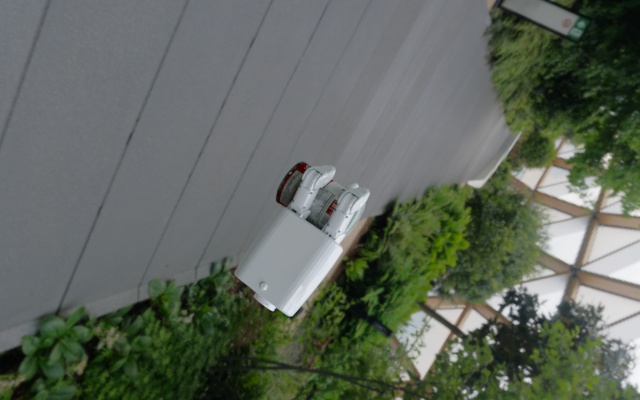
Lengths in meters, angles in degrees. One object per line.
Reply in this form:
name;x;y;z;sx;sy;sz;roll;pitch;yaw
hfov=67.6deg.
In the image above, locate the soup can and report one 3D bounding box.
soup can;0.001;0.002;0.642;0.102;0.068;0.068;34;10;16
